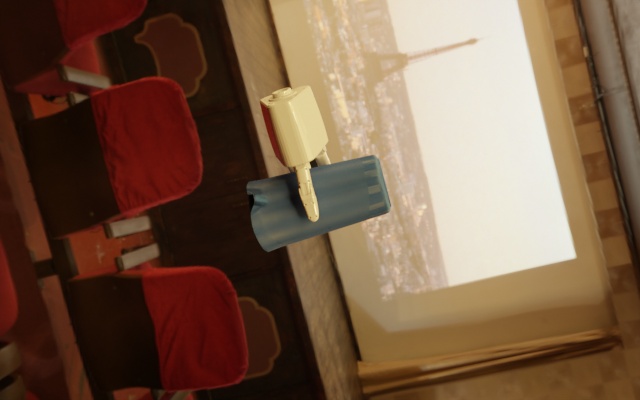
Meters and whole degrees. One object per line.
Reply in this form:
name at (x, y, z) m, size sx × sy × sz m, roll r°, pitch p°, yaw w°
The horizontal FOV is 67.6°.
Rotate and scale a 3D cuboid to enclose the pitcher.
pitcher at (0.000, 0.003, 0.868) m, size 0.243 × 0.145 × 0.149 m, roll -15°, pitch 21°, yaw 8°
